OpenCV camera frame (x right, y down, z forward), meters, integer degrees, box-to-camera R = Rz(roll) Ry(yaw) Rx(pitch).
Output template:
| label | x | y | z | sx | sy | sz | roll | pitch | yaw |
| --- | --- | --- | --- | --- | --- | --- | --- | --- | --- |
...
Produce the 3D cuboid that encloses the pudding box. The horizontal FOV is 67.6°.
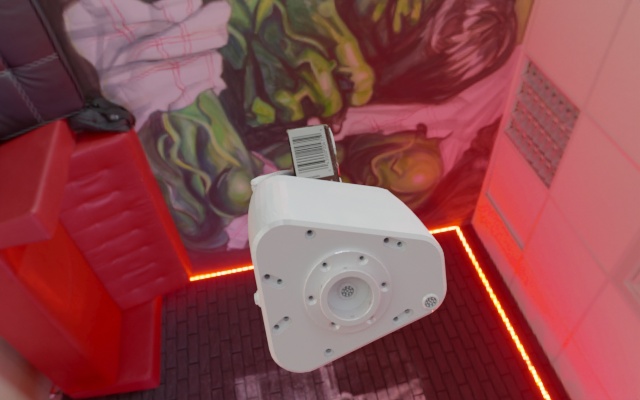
| label | x | y | z | sx | sy | sz | roll | pitch | yaw |
| --- | --- | --- | --- | --- | --- | --- | --- | --- | --- |
| pudding box | 0.000 | 0.001 | 0.422 | 0.039 | 0.113 | 0.090 | -9 | -13 | -2 |
